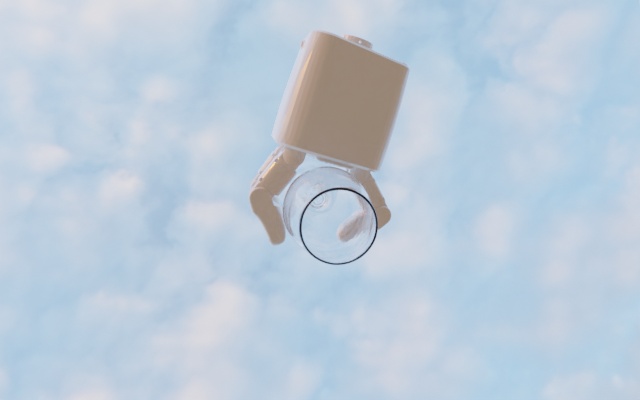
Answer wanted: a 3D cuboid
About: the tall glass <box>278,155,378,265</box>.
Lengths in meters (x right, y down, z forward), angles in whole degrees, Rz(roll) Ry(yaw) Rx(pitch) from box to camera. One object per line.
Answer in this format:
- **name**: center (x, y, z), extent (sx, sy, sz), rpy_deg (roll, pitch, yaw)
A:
- **tall glass**: center (0.000, 0.002, 0.462), extent (0.079, 0.079, 0.201), rpy_deg (0, 11, -8)
